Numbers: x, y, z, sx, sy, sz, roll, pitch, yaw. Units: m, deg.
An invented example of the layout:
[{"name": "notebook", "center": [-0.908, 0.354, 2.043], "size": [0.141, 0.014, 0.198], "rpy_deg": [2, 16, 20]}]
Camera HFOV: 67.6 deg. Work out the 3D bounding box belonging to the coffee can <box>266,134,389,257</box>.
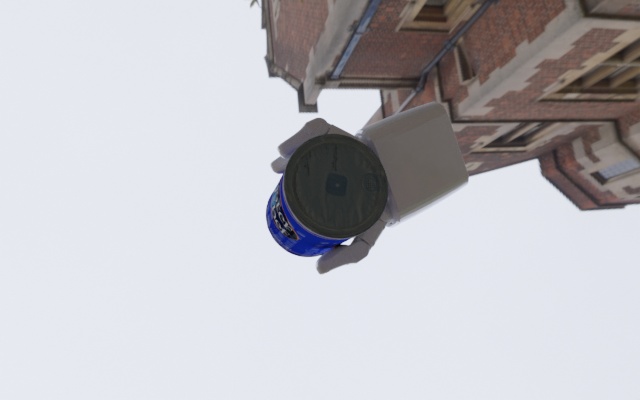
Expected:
[{"name": "coffee can", "center": [0.000, 0.002, 0.513], "size": [0.103, 0.102, 0.140], "rpy_deg": [0, -14, -14]}]
